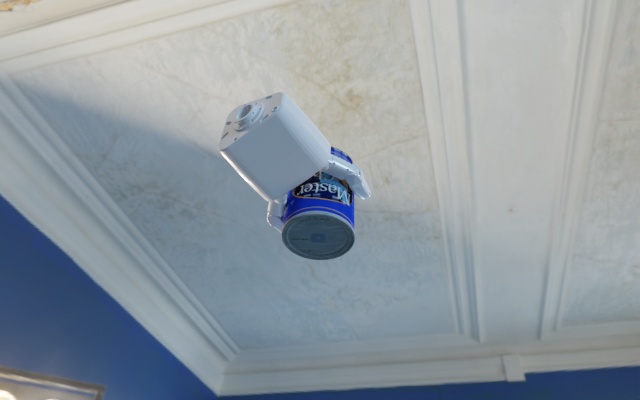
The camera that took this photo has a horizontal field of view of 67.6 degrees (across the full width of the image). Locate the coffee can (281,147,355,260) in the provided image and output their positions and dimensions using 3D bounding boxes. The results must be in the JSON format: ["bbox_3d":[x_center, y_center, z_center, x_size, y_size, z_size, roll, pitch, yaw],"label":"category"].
[{"bbox_3d":[0.000,0.003,0.709,0.103,0.140,0.103,2,-43,2],"label":"coffee can"}]
